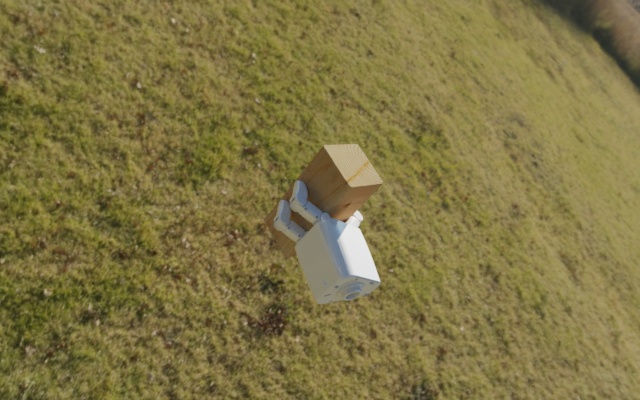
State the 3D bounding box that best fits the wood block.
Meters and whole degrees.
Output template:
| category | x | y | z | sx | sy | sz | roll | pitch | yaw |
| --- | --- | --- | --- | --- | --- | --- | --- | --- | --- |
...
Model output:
| category | x | y | z | sx | sy | sz | roll | pitch | yaw |
| --- | --- | --- | --- | --- | --- | --- | --- | --- | --- |
| wood block | 0.001 | 0.003 | 0.841 | 0.091 | 0.090 | 0.206 | -8 | -31 | -46 |
